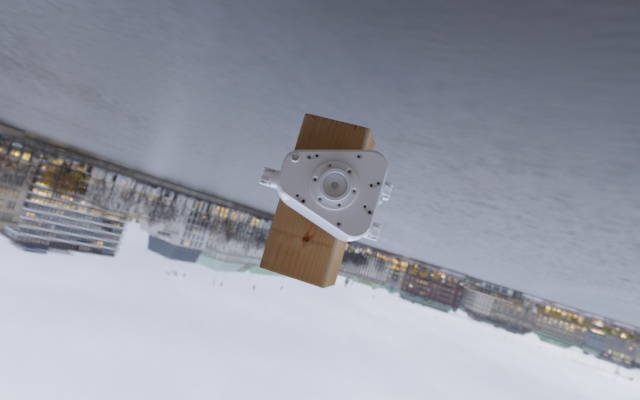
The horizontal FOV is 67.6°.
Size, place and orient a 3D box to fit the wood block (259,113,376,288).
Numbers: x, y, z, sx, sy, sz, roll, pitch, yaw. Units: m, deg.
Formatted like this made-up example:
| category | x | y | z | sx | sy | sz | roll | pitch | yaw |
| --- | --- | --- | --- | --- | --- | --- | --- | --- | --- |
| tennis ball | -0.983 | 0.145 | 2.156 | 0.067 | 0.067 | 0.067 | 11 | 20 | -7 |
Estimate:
| category | x | y | z | sx | sy | sz | roll | pitch | yaw |
| --- | --- | --- | --- | --- | --- | --- | --- | --- | --- |
| wood block | 0.000 | 0.002 | 0.638 | 0.091 | 0.206 | 0.090 | 16 | -4 | 12 |
